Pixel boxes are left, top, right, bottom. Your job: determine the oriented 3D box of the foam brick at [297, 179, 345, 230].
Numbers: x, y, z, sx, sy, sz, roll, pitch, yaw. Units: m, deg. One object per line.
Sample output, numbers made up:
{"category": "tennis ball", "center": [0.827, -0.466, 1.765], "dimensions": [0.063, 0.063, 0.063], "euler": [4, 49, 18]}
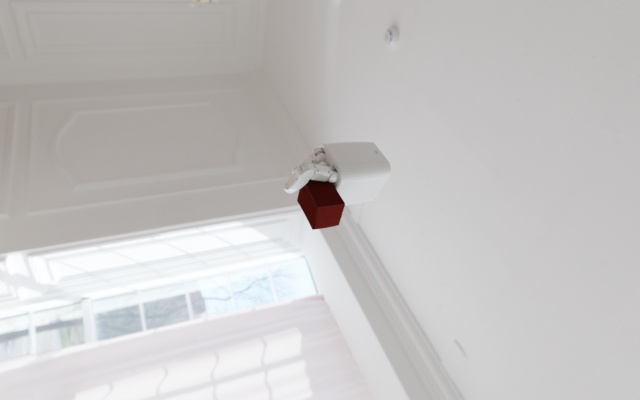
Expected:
{"category": "foam brick", "center": [0.000, 0.003, 0.811], "dimensions": [0.051, 0.053, 0.078], "euler": [-6, 43, -24]}
